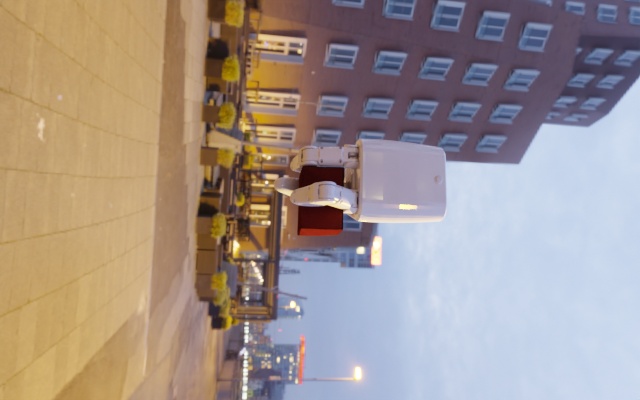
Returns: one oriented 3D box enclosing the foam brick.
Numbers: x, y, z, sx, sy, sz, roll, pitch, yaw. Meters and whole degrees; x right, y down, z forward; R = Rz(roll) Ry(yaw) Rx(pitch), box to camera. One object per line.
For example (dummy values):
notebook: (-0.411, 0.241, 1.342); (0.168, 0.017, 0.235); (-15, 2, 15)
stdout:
foam brick: (0.000, 0.002, 0.580); (0.051, 0.078, 0.053); (3, -11, -6)
